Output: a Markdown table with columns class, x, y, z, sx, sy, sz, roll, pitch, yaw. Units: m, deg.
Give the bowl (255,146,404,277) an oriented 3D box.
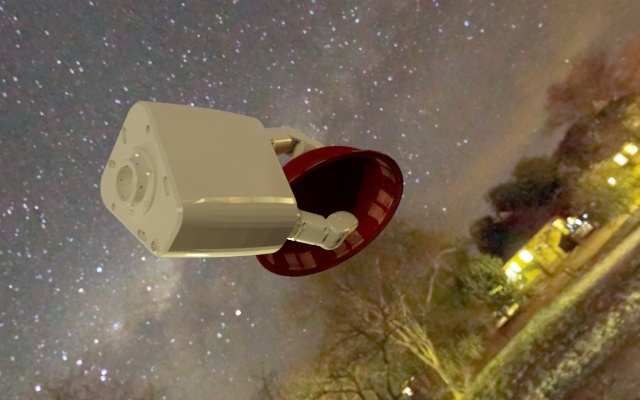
| class | x | y | z | sx | sy | sz | roll | pitch | yaw |
| --- | --- | --- | --- | --- | --- | --- | --- | --- | --- |
| bowl | 0.001 | 0.002 | 0.473 | 0.162 | 0.162 | 0.055 | 0 | 40 | -37 |
